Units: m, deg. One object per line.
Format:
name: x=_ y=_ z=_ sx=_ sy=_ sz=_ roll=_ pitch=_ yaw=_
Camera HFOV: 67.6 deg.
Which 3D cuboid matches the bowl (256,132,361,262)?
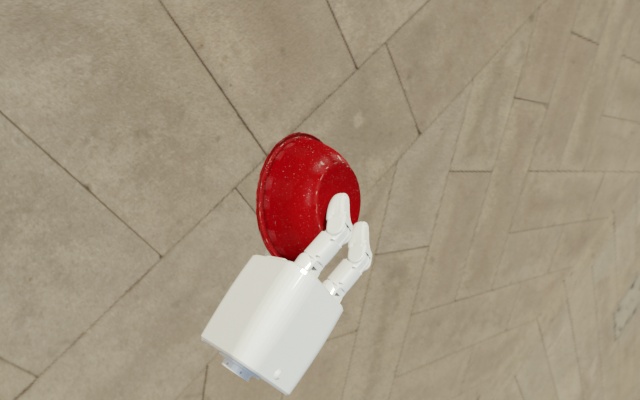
bowl: x=0.001 y=0.001 z=0.550 sx=0.055 sy=0.162 sz=0.162 roll=2 pitch=1 yaw=36
